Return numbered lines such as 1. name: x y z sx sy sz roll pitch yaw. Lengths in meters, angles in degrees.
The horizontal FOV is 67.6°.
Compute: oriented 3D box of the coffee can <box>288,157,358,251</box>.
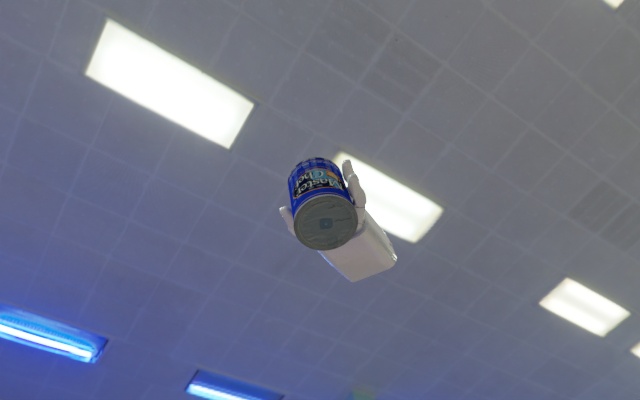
1. coffee can: 0.000 0.003 0.806 0.103 0.103 0.140 0 30 -9
